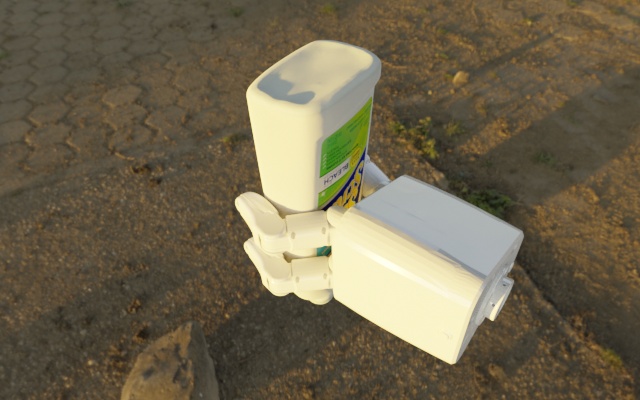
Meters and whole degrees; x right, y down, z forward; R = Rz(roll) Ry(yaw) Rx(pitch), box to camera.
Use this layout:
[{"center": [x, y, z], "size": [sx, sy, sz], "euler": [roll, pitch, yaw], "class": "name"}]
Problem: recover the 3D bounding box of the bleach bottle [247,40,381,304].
[{"center": [0.000, 0.001, 0.415], "size": [0.068, 0.251, 0.102], "euler": [26, 51, 27], "class": "bleach bottle"}]
